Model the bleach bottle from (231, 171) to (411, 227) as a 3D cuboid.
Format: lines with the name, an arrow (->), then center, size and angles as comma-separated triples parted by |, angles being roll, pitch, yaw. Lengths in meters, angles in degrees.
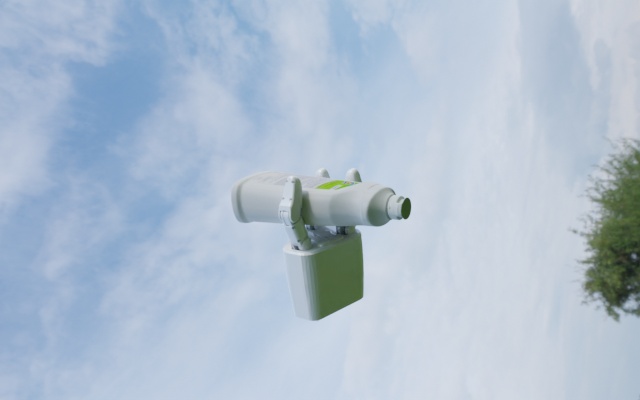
bleach bottle -> 0.000, 0.002, 0.657 | 0.251, 0.068, 0.102 | 6, 21, 36
